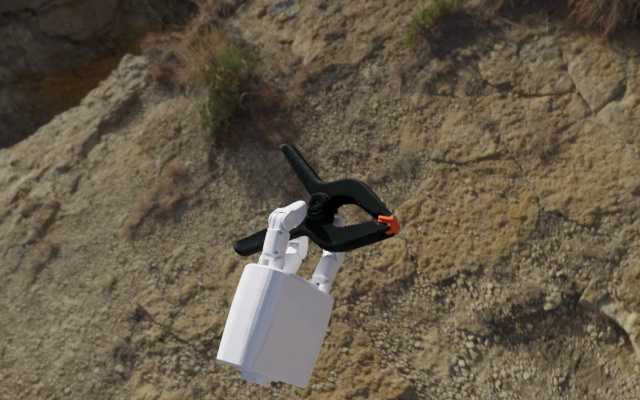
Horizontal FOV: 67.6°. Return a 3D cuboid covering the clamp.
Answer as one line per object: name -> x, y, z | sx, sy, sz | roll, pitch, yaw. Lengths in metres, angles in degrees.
clamp -> 0.000, 0.002, 0.591 | 0.210, 0.164, 0.036 | 4, -23, 30
